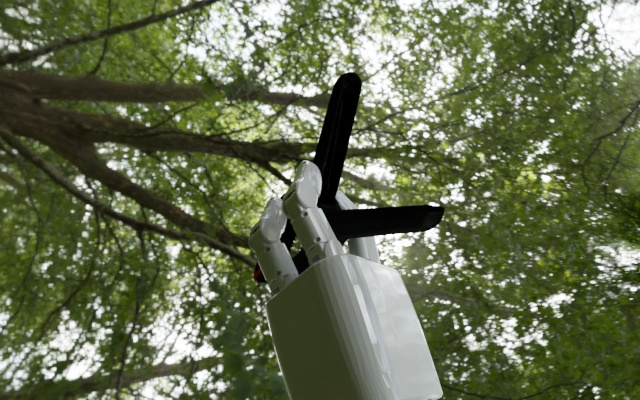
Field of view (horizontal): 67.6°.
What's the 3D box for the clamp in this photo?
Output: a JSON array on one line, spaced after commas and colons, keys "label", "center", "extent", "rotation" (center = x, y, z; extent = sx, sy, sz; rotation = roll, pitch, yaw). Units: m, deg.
[{"label": "clamp", "center": [0.000, 0.002, 0.426], "extent": [0.036, 0.164, 0.210], "rotation": [10, -40, -39]}]
